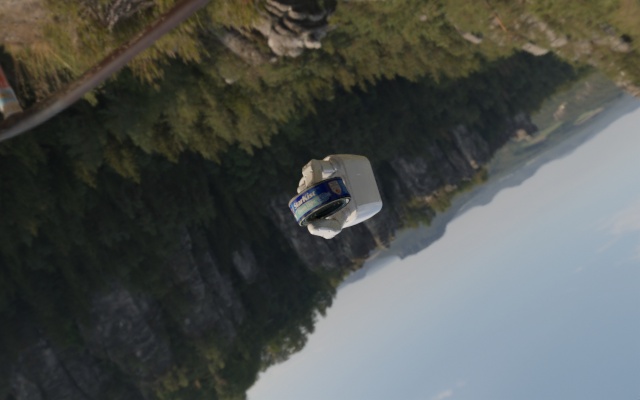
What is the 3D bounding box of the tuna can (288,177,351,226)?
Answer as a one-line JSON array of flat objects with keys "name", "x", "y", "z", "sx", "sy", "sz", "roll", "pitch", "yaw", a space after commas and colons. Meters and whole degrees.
[{"name": "tuna can", "x": 0.000, "y": 0.003, "z": 0.679, "sx": 0.086, "sy": 0.033, "sz": 0.086, "roll": -26, "pitch": -13, "yaw": -7}]
